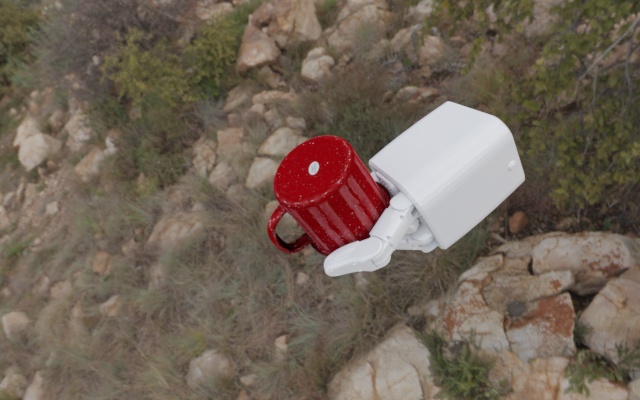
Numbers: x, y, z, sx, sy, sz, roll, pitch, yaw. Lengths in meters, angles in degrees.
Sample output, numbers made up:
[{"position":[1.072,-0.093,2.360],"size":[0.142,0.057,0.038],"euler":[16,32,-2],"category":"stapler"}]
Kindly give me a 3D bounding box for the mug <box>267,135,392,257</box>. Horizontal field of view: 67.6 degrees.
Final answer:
[{"position":[-0.001,0.002,0.444],"size":[0.081,0.117,0.093],"euler":[51,1,-43],"category":"mug"}]
